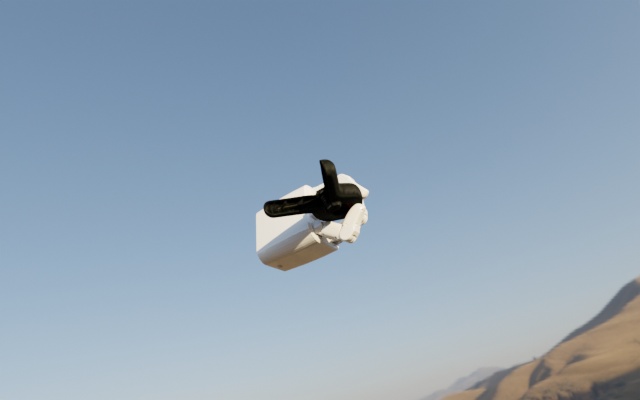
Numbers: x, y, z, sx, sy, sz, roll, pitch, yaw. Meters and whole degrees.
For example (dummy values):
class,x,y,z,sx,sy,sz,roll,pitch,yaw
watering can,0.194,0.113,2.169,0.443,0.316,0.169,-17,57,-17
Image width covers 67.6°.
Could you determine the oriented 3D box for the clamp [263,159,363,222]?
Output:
class,x,y,z,sx,sy,sz,roll,pitch,yaw
clamp,0.000,0.002,0.691,0.120,0.039,0.171,-26,-28,19
